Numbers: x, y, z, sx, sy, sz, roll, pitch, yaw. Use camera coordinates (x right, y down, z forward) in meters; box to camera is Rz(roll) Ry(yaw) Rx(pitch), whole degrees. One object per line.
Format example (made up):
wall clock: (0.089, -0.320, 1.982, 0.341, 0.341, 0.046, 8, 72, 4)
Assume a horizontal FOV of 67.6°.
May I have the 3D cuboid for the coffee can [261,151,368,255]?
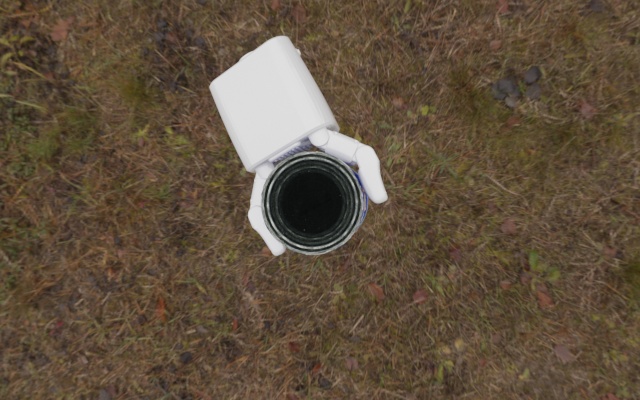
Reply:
coffee can: (0.000, 0.002, 0.536, 0.103, 0.103, 0.140, 0, 1, 7)
